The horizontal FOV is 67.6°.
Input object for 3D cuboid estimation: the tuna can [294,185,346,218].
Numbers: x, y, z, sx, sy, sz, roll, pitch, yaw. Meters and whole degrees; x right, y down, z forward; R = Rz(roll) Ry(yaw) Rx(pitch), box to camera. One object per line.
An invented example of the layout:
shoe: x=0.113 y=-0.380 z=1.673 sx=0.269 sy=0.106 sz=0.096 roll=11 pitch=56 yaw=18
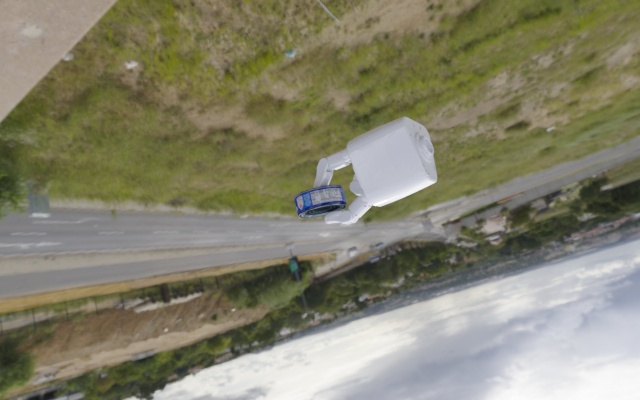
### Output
tuna can: x=0.000 y=0.003 z=0.805 sx=0.086 sy=0.033 sz=0.086 roll=-12 pitch=-12 yaw=-3
